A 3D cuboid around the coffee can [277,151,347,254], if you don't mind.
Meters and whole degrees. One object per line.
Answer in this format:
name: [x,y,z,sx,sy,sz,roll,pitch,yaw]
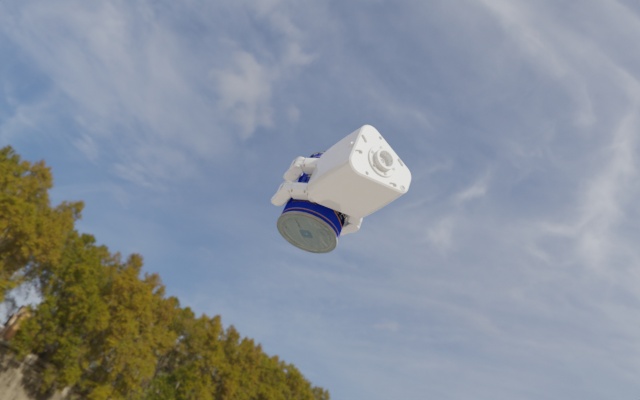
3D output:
coffee can: [0.000,0.003,0.799,0.103,0.140,0.103,15,-36,12]
